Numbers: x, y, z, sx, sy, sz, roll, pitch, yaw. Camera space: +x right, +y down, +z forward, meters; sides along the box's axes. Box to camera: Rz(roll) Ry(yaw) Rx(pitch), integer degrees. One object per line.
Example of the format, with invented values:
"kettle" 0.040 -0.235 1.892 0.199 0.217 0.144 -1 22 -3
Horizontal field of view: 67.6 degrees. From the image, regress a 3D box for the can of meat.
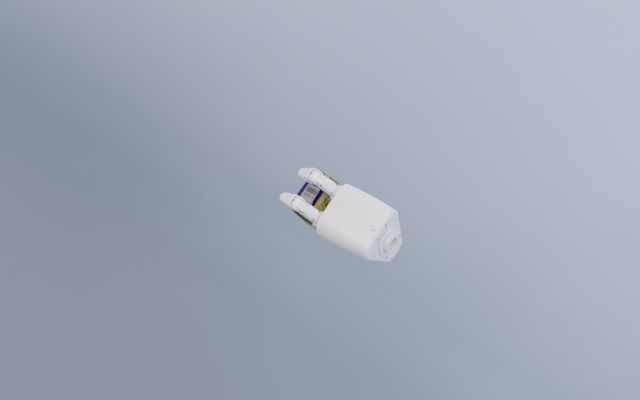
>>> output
"can of meat" 0.000 0.003 0.862 0.057 0.084 0.102 28 -10 36
